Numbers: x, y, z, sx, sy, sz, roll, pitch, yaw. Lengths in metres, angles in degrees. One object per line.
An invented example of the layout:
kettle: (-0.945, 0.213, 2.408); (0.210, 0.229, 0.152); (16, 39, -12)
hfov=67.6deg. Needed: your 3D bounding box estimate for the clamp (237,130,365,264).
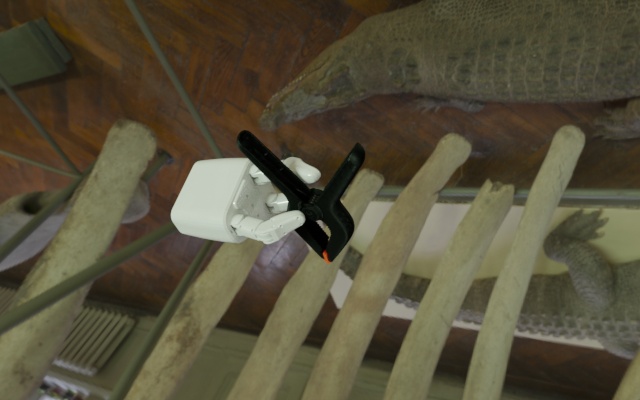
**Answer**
clamp: (0.000, 0.003, 0.590); (0.164, 0.210, 0.036); (6, 45, 33)
